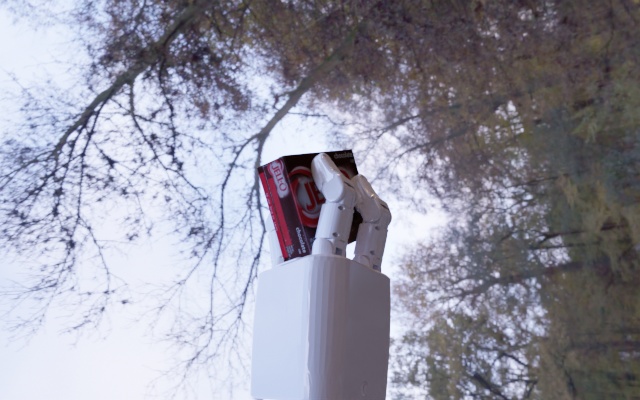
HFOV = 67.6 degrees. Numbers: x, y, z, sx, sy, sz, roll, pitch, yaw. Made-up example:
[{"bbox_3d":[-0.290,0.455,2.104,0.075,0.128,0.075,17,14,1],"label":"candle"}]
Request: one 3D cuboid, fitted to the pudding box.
[{"bbox_3d":[0.000,0.002,0.446,0.039,0.090,0.113,-17,-2,34],"label":"pudding box"}]
